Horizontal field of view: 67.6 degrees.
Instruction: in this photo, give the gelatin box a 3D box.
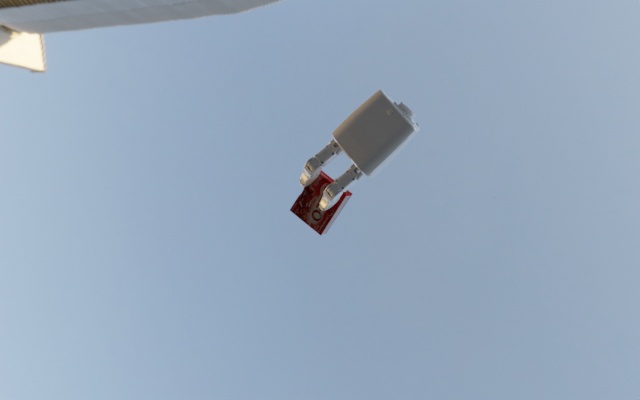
[{"bbox_3d":[0.000,0.003,0.821,0.073,0.089,0.030,38,18,17],"label":"gelatin box"}]
